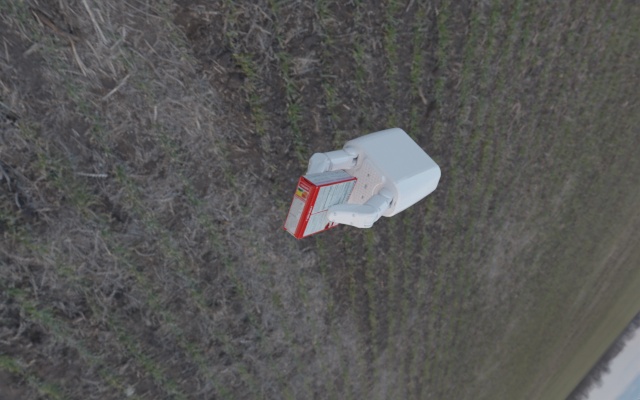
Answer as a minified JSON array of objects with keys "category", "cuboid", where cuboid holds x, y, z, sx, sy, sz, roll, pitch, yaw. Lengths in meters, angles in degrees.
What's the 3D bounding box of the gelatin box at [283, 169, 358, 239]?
[{"category":"gelatin box","cuboid":[0.000,0.002,0.591,0.030,0.073,0.089,34,28,27]}]
